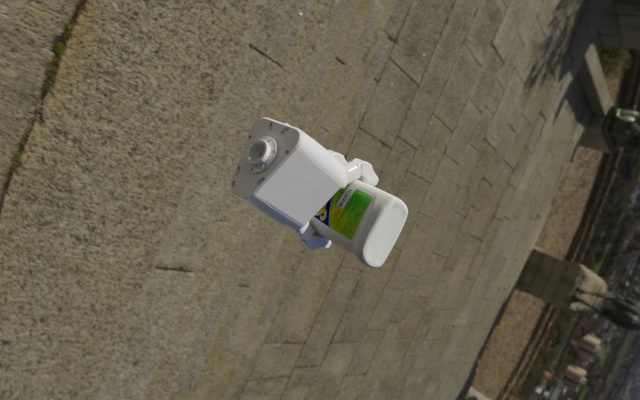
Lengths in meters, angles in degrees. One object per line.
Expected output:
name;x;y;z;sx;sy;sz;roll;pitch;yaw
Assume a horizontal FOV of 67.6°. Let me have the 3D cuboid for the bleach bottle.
bleach bottle;0.000;0.002;0.706;0.250;0.102;0.068;25;-7;39
